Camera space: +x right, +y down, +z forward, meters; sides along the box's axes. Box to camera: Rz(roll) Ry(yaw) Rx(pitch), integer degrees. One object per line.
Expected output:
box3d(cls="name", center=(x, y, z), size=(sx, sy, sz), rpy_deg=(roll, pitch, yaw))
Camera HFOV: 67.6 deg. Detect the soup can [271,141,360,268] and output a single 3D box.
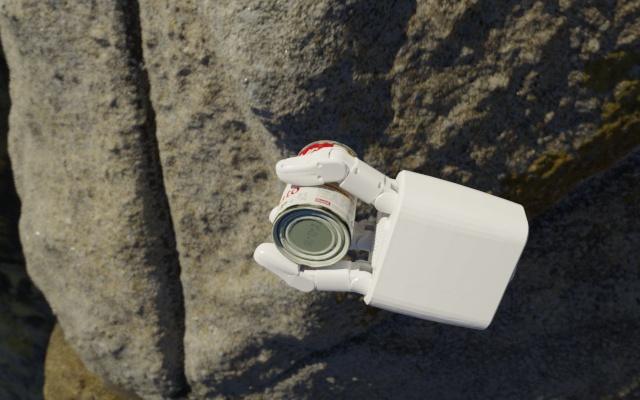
box3d(cls="soup can", center=(0.000, 0.001, 0.423), size=(0.068, 0.069, 0.102), rpy_deg=(0, 36, 11))
